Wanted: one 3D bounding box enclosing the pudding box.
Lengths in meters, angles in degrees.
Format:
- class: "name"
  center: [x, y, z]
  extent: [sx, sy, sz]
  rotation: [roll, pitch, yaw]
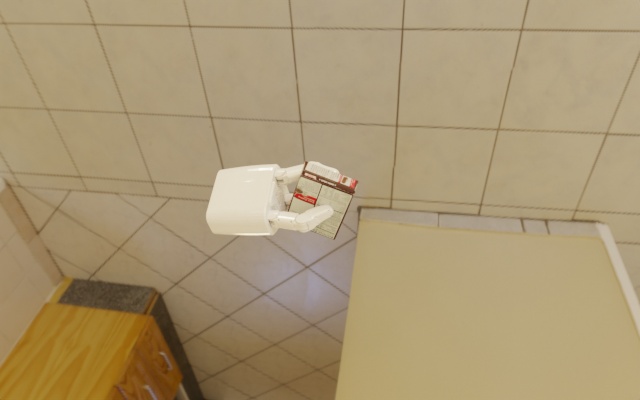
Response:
- class: "pudding box"
  center: [0.000, 0.003, 0.756]
  extent: [0.090, 0.039, 0.114]
  rotation: [20, -45, -1]
